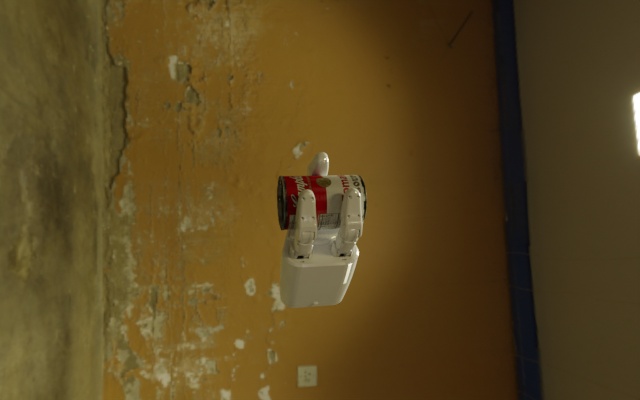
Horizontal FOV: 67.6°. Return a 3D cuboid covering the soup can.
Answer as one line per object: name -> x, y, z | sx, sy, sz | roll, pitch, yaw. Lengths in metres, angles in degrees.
soup can -> 0.000, 0.002, 0.598 | 0.102, 0.068, 0.068 | -1, 0, -12
